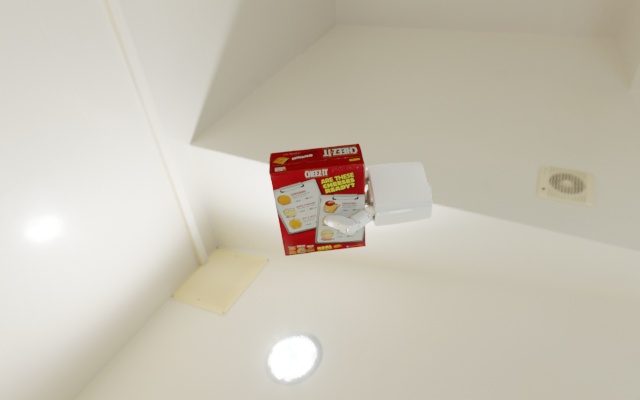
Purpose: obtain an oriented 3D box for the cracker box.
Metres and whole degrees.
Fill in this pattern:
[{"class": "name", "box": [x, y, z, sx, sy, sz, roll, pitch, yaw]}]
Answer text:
[{"class": "cracker box", "box": [0.000, 0.003, 0.895, 0.164, 0.214, 0.072, -7, 43, -1]}]
